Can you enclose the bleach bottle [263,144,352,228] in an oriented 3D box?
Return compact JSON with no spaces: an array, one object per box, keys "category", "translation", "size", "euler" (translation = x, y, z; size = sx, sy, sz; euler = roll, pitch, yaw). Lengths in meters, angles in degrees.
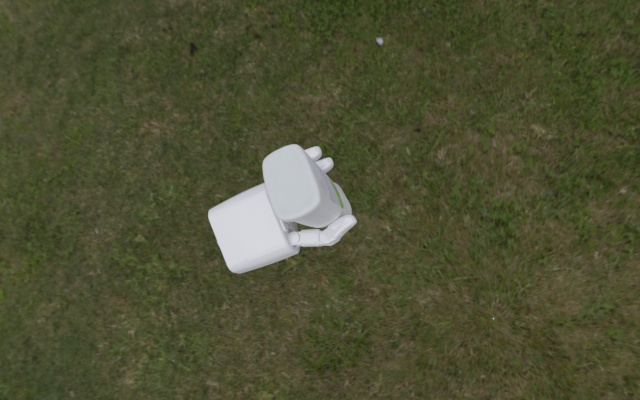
[{"category":"bleach bottle","translation":[0.000,0.002,0.718],"size":[0.068,0.102,0.251],"euler":[-24,-20,13]}]
